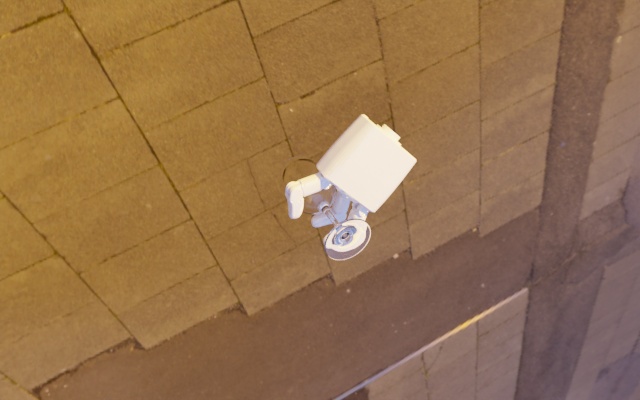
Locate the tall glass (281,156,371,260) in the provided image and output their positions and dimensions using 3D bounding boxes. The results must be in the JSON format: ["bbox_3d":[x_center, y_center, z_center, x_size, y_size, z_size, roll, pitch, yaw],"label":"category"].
[{"bbox_3d":[0.000,0.003,0.757,0.079,0.079,0.201,0,33,-29],"label":"tall glass"}]
